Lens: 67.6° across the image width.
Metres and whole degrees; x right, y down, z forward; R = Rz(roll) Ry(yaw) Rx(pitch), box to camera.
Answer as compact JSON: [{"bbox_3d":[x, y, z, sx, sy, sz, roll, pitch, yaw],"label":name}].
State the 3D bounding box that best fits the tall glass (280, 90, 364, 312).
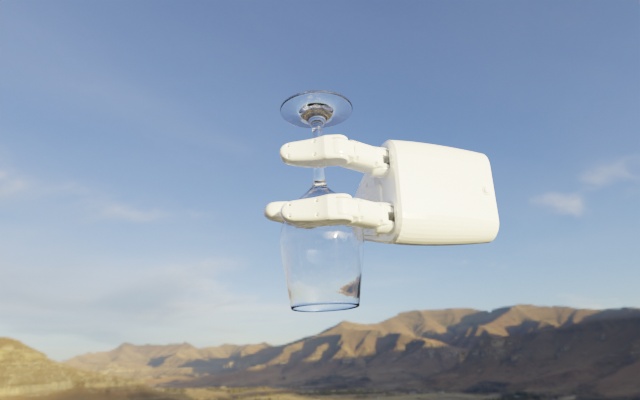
[{"bbox_3d":[0.000,0.001,0.456,0.079,0.201,0.079,-2,-19,-1],"label":"tall glass"}]
